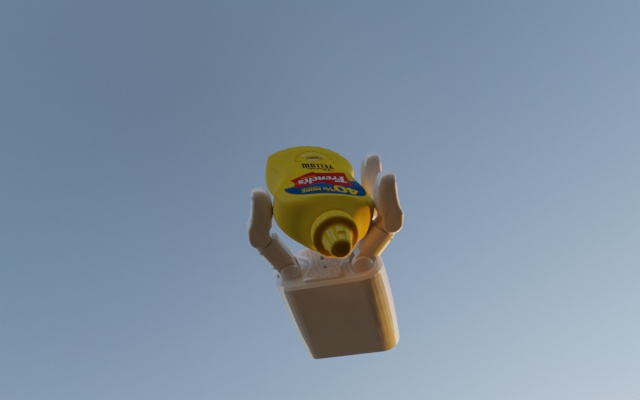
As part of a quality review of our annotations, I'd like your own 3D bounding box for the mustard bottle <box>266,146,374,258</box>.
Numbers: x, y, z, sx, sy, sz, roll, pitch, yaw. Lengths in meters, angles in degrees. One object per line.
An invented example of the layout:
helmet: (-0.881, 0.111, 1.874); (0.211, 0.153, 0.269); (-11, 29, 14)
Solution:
mustard bottle: (0.000, 0.001, 0.470); (0.096, 0.058, 0.191); (3, 24, -12)
